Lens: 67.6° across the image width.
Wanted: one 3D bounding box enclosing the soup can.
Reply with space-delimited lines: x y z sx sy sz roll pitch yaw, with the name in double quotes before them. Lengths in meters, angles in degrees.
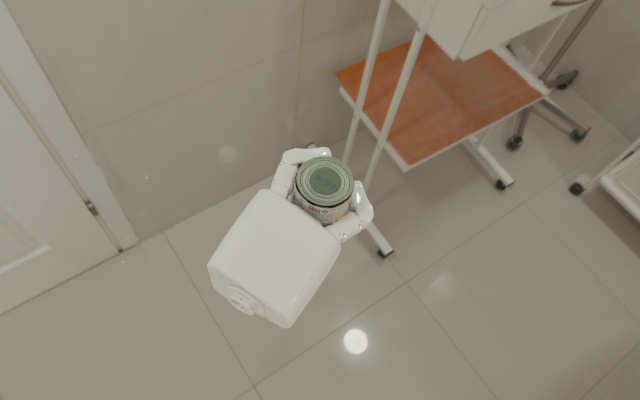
"soup can" 0.000 0.001 0.571 0.068 0.068 0.102 0 -29 -6
